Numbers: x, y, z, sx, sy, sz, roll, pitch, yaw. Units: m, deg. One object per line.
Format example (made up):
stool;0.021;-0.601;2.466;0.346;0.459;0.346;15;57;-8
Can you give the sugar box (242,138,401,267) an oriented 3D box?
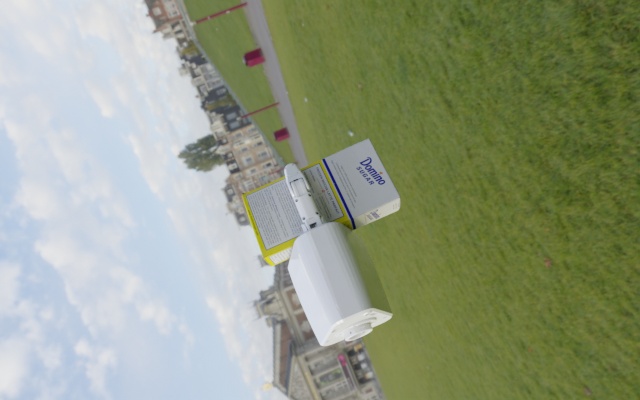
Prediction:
sugar box;0.000;0.002;0.588;0.176;0.093;0.048;-22;-25;-3
